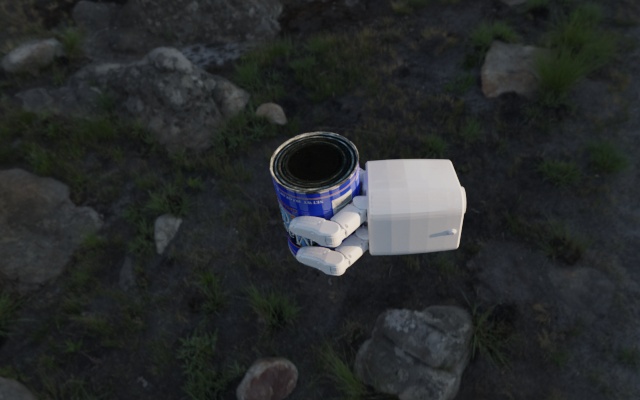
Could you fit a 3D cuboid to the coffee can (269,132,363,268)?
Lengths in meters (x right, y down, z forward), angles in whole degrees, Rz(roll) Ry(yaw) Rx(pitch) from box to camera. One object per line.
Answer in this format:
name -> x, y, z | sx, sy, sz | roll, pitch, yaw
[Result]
coffee can -> 0.000, 0.002, 0.590 | 0.103, 0.102, 0.140 | 0, -43, 9
